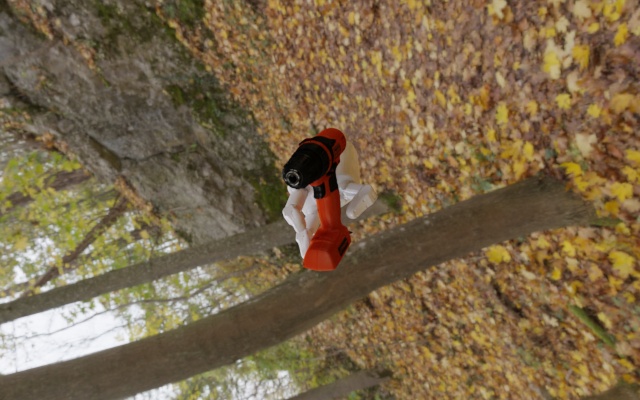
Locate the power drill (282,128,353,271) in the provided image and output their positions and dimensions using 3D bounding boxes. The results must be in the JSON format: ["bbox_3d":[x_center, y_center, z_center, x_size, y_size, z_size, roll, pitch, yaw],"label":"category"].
[{"bbox_3d":[0.000,0.003,0.685,0.057,0.188,0.184,4,24,19],"label":"power drill"}]
